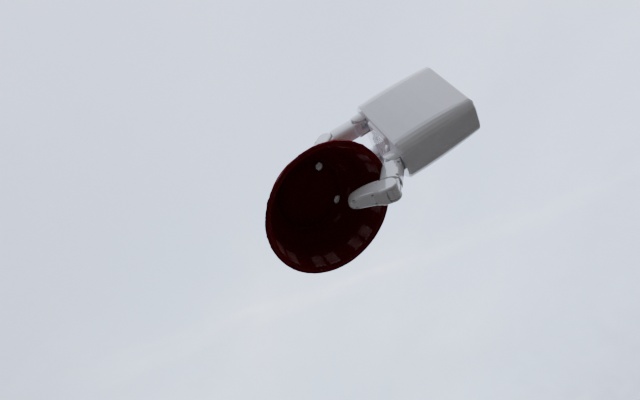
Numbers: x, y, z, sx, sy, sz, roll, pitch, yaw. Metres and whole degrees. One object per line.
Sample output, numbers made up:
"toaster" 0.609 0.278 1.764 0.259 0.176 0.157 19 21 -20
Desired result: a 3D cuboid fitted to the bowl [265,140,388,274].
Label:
"bowl" -0.001 0.002 0.558 0.162 0.162 0.055 0 20 -32
